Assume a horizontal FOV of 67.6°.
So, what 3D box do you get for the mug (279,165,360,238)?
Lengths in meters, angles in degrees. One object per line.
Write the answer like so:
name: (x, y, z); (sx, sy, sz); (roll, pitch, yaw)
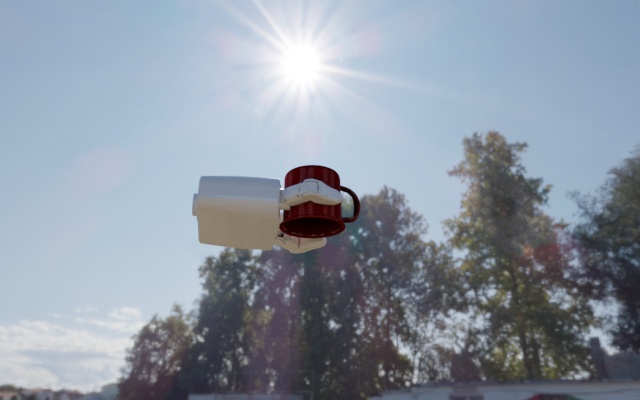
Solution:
mug: (0.002, 0.002, 0.682); (0.117, 0.081, 0.093); (4, -23, -10)
